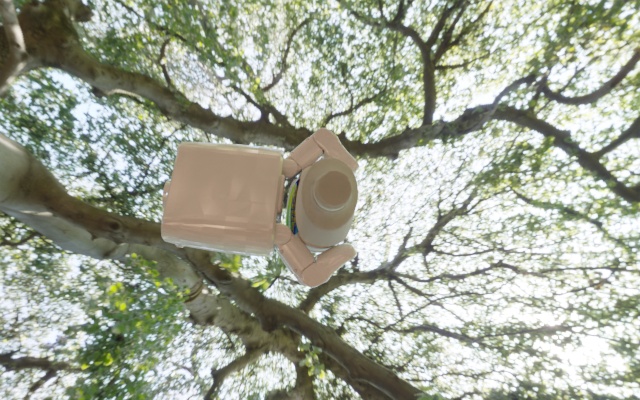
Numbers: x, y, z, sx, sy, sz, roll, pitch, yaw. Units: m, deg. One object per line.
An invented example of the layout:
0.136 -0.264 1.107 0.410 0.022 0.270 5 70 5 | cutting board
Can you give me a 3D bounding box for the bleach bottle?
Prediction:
0.000 0.002 0.502 0.068 0.102 0.251 6 -10 -4 | bleach bottle
